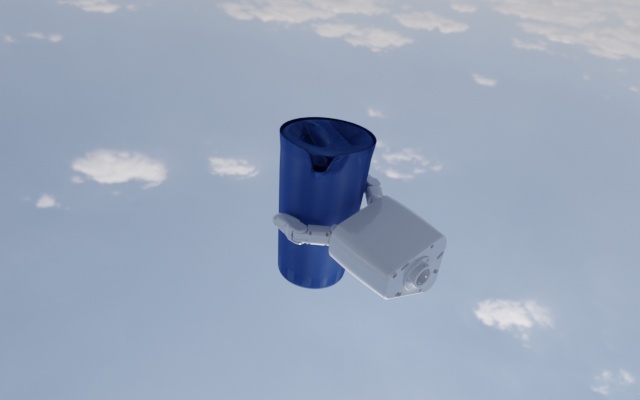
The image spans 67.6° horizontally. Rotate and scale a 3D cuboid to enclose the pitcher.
[{"bbox_3d":[0.000,0.002,0.715,0.149,0.243,0.145,-17,38,-36],"label":"pitcher"}]
